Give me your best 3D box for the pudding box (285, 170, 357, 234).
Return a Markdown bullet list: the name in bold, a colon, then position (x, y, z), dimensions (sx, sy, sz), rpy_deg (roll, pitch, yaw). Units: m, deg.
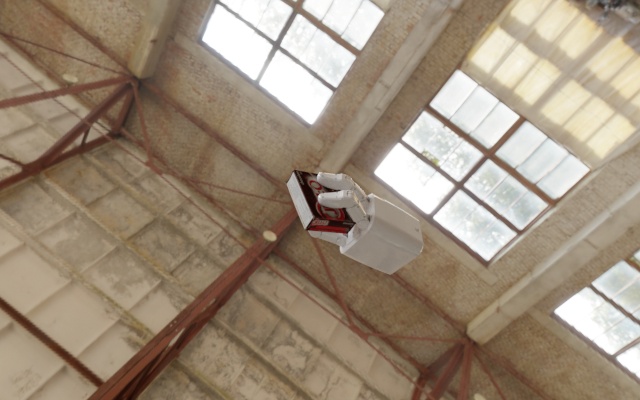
- **pudding box**: position (0.000, 0.003, 0.808), dimensions (0.090, 0.039, 0.113), rpy_deg (8, 40, -36)
